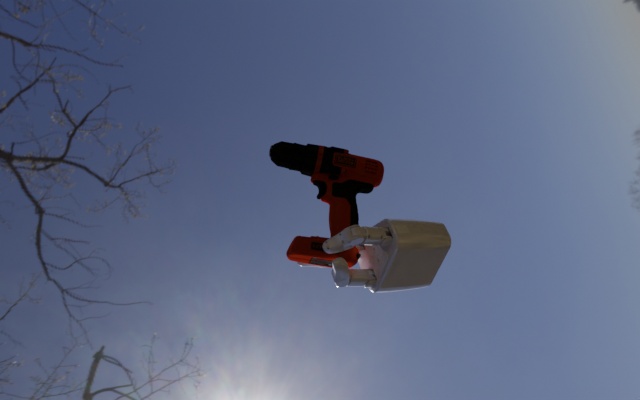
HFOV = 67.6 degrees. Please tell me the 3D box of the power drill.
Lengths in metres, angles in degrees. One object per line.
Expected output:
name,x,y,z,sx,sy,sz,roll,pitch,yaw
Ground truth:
power drill,0.000,0.003,0.730,0.184,0.187,0.057,11,-21,-4
